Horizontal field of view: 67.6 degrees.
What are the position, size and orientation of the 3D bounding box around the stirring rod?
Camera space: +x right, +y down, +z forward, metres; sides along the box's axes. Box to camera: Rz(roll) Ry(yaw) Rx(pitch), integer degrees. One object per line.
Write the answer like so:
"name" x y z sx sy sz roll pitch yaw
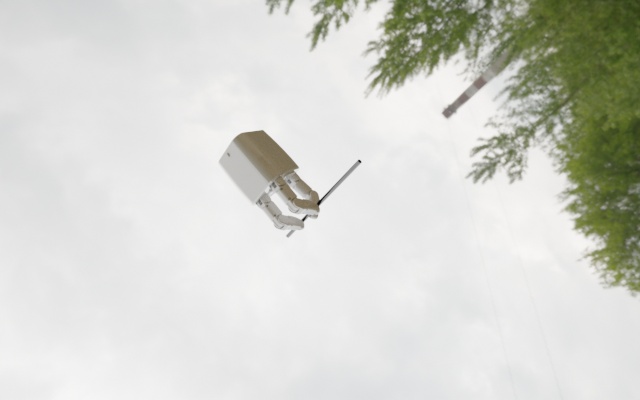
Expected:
"stirring rod" 0.000 0.003 0.856 0.011 0.011 0.240 0 -34 -40
